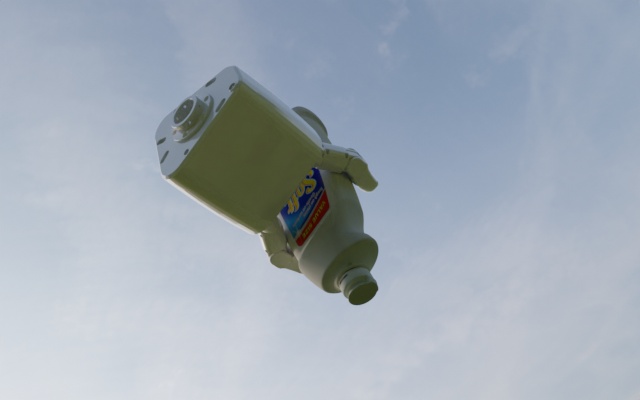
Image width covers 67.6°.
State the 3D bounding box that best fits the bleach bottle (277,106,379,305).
[{"bbox_3d":[0.000,0.002,0.502,0.068,0.102,0.250,37,15,-41],"label":"bleach bottle"}]
